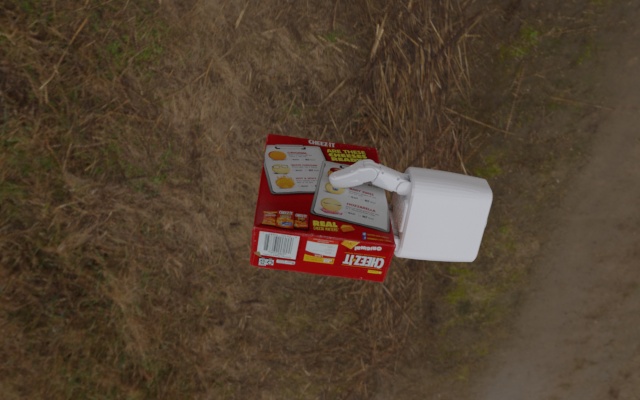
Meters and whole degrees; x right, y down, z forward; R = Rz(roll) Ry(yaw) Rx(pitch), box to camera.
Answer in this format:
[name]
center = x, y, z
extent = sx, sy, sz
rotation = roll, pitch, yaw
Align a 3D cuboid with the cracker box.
[cracker box]
center = 0.000, 0.002, 0.627
extent = 0.164, 0.072, 0.213
rotation = 7, 36, -6
